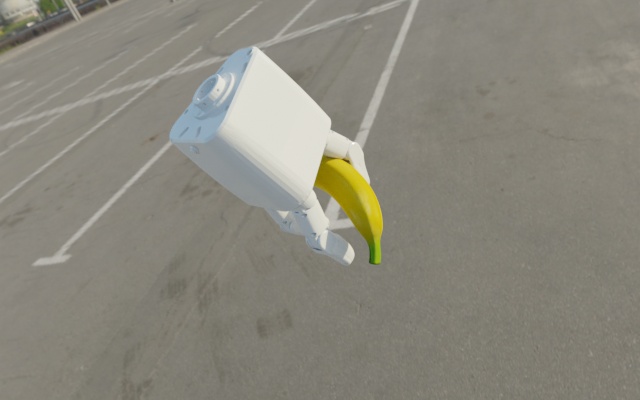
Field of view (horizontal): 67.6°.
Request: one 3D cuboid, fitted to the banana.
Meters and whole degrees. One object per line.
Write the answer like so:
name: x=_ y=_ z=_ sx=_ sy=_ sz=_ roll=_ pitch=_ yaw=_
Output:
banana: x=0.009 y=-0.013 z=0.510 sx=0.037 sy=0.070 sz=0.197 roll=12 pitch=21 yaw=-37
